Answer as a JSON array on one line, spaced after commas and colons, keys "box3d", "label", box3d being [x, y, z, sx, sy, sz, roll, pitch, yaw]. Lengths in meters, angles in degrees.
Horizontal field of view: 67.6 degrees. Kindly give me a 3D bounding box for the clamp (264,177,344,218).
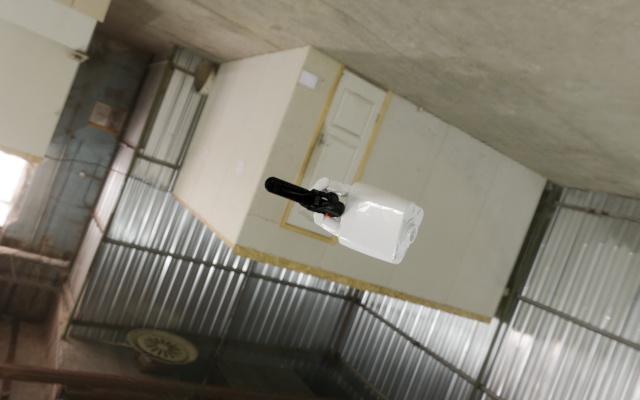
[{"box3d": [0.000, 0.003, 0.767, 0.120, 0.039, 0.171, 21, -1, 30], "label": "clamp"}]
